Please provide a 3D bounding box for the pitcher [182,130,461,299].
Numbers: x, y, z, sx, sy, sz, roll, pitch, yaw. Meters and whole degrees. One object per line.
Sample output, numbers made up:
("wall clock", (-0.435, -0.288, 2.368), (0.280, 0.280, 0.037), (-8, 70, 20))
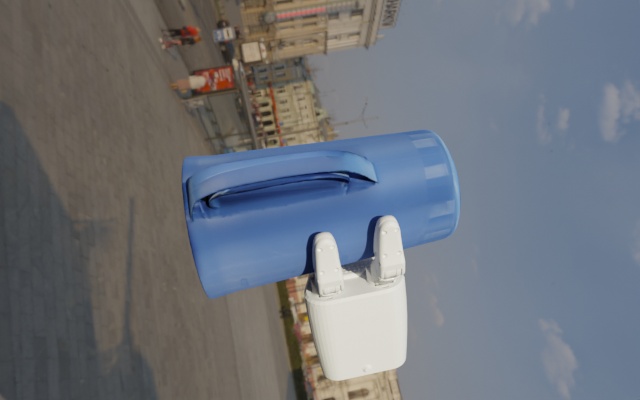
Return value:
("pitcher", (0.000, 0.002, 0.444), (0.243, 0.145, 0.149), (-11, 24, -5))
